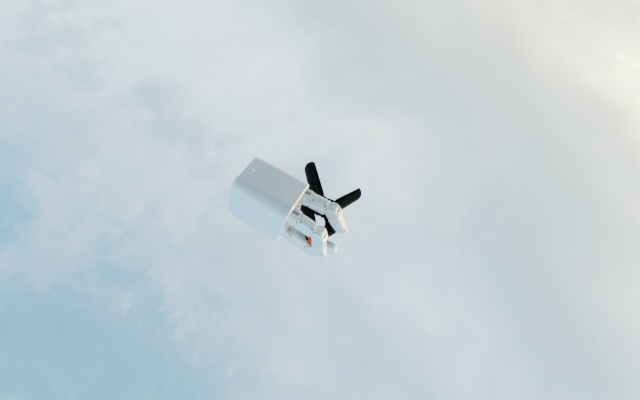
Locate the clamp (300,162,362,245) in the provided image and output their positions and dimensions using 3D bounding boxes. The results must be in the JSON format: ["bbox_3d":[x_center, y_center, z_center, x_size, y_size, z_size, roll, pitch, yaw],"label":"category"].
[{"bbox_3d":[0.000,0.003,0.865,0.120,0.039,0.171,31,44,1],"label":"clamp"}]
